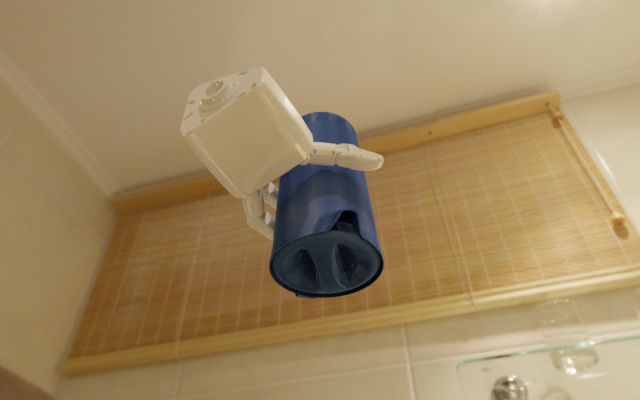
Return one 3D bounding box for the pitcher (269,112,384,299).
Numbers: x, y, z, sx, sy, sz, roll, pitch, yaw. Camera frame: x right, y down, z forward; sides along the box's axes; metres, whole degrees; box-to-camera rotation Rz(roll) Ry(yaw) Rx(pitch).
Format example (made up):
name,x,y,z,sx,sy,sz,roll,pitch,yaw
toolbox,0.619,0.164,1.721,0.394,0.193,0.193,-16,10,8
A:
name,x,y,z,sx,sy,sz,roll,pitch,yaw
pitcher,0.000,0.002,0.638,0.149,0.242,0.145,-22,-46,20
